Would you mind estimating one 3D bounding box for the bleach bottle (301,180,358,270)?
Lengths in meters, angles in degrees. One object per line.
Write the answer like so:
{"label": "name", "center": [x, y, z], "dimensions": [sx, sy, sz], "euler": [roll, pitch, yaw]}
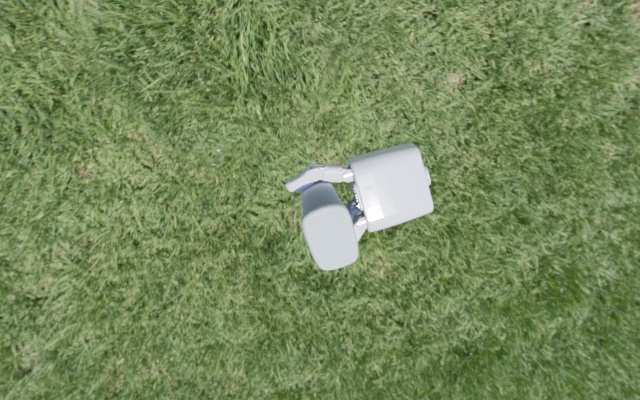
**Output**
{"label": "bleach bottle", "center": [0.000, 0.003, 0.756], "dimensions": [0.068, 0.103, 0.250], "euler": [-17, 26, 0]}
